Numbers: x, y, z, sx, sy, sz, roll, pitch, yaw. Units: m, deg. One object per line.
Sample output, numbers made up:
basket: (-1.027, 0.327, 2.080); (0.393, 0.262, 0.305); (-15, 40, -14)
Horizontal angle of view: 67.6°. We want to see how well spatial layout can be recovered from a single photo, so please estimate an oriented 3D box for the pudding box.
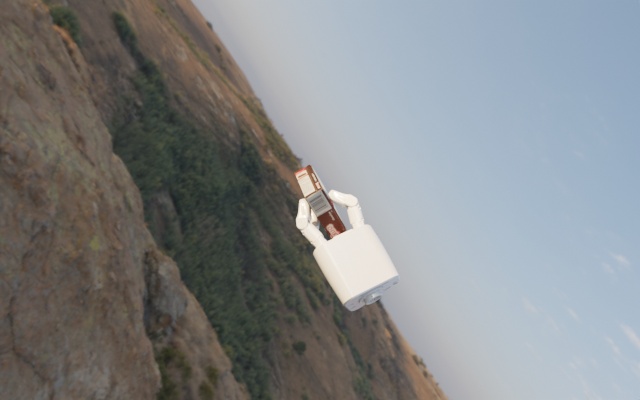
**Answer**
pudding box: (0.000, 0.003, 0.869); (0.039, 0.114, 0.090); (-28, 37, 1)
